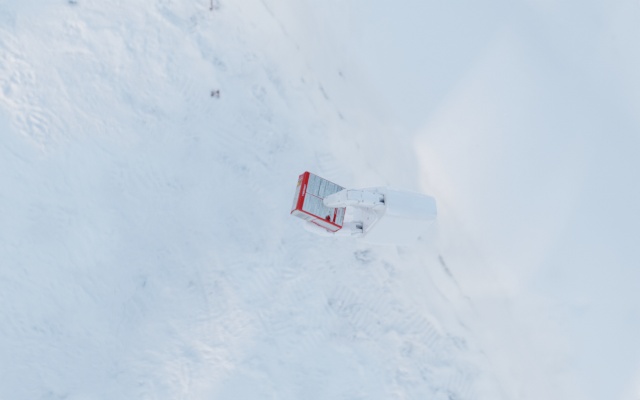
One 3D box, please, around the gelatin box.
[{"bbox_3d":[0.000,0.002,0.788,0.089,0.073,0.030,24,-28,-23],"label":"gelatin box"}]
